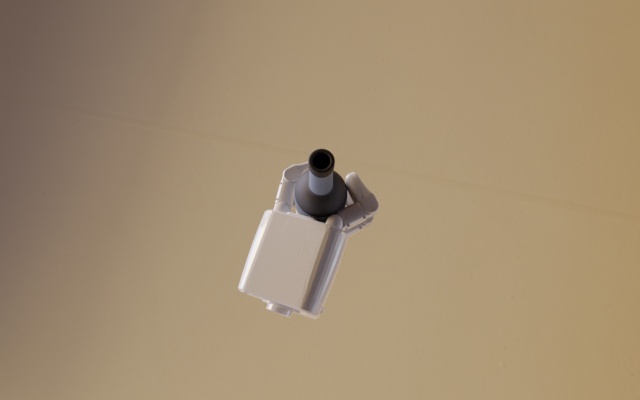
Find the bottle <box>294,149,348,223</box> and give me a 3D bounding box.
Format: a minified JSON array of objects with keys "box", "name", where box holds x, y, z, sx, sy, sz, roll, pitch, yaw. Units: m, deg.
[{"box":[0.000,0.002,0.625,0.069,0.069,0.296,0,-17,0],"name":"bottle"}]
